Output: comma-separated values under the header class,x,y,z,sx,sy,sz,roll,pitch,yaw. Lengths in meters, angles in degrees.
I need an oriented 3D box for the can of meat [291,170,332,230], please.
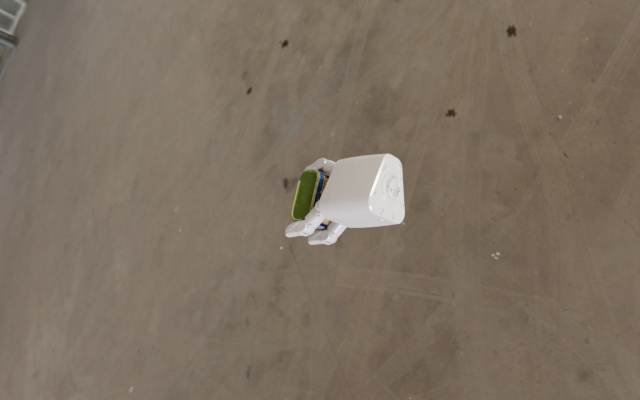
class,x,y,z,sx,sy,sz,roll,pitch,yaw
can of meat,0.000,0.003,0.860,0.057,0.102,0.084,0,-17,46
